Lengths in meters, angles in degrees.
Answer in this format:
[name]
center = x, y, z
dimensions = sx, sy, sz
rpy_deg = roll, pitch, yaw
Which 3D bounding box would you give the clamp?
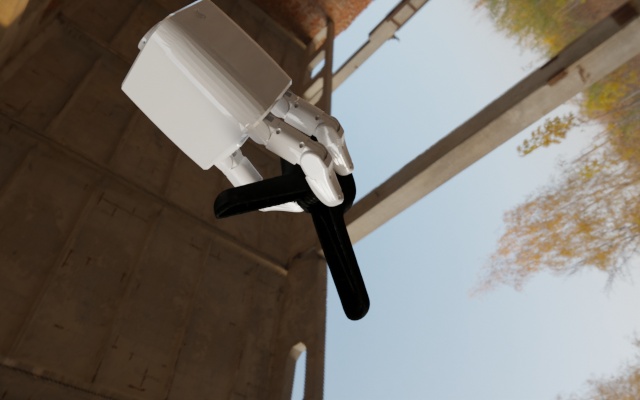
[clamp]
center = -0.001, 0.001, 0.457
dimensions = 0.036, 0.164, 0.209
rpy_deg = -33, 20, 32
